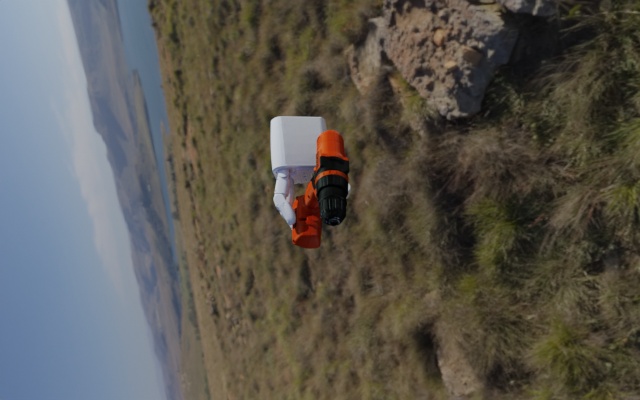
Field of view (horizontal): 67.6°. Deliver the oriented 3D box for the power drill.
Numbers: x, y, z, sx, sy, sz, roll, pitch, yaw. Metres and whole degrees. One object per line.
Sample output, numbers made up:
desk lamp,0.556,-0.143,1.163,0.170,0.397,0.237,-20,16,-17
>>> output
power drill,0.000,0.003,0.808,0.057,0.184,0.188,12,-40,-13
